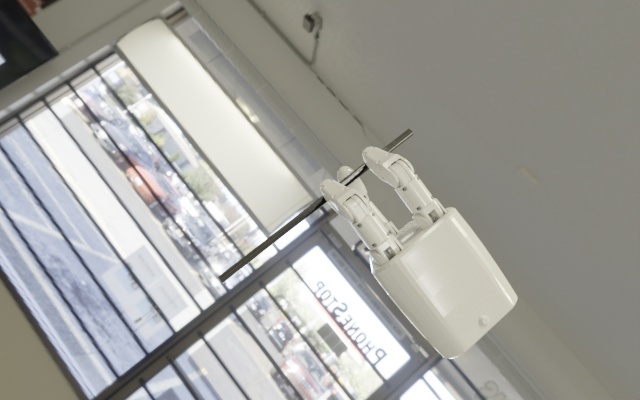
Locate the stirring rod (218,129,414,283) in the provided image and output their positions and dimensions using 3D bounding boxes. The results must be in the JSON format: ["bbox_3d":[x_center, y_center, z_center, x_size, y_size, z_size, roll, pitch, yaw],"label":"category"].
[{"bbox_3d":[0.000,0.002,0.468,0.239,0.011,0.011,-38,9,-11],"label":"stirring rod"}]
